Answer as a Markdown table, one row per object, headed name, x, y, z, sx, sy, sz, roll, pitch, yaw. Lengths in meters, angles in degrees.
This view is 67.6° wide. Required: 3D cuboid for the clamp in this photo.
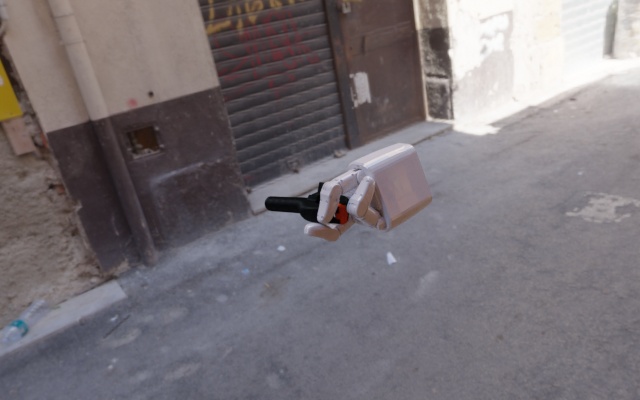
| name | x | y | z | sx | sy | sz | roll | pitch | yaw |
| --- | --- | --- | --- | --- | --- | --- | --- | --- | --- |
| clamp | 0.000 | 0.002 | 0.772 | 0.120 | 0.039 | 0.171 | -27 | 27 | -32 |
